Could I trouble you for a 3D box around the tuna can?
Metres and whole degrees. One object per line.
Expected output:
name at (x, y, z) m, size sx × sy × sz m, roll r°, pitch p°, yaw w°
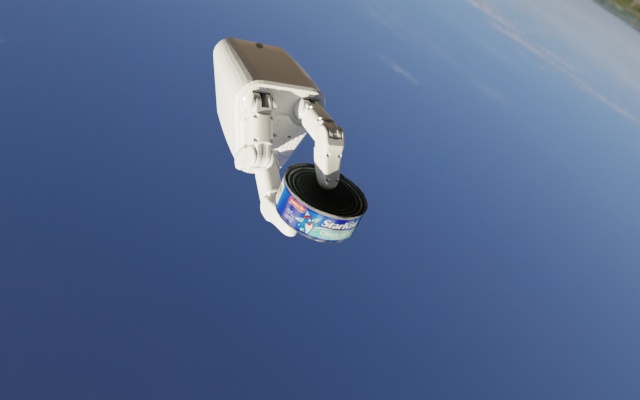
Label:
tuna can at (0.000, 0.002, 0.462) m, size 0.086 × 0.034 × 0.086 m, roll 19°, pitch 30°, yaw -12°
